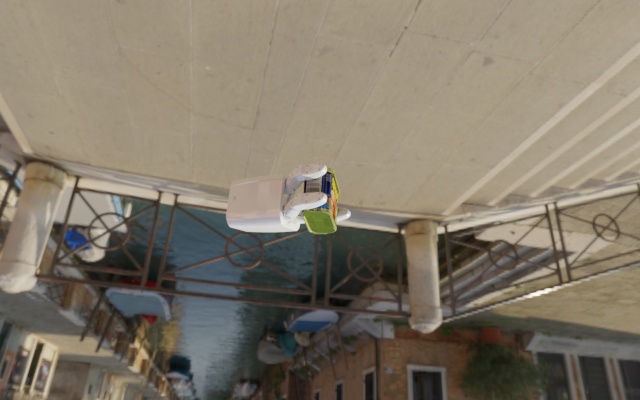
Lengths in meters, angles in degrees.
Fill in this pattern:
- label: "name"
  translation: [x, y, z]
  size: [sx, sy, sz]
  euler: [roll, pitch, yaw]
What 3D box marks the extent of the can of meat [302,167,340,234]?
- label: "can of meat"
  translation: [0.000, 0.003, 0.843]
  size: [0.057, 0.084, 0.102]
  euler: [-1, -27, 10]
